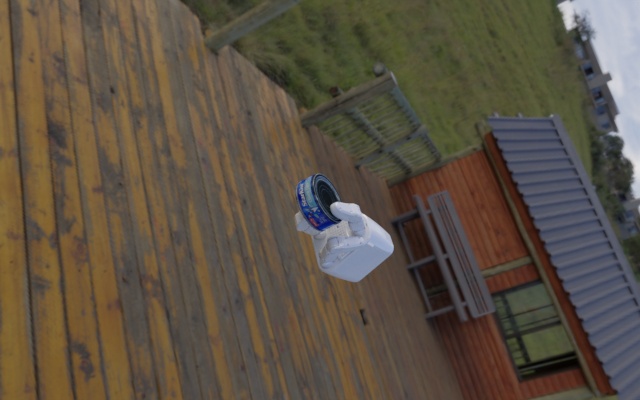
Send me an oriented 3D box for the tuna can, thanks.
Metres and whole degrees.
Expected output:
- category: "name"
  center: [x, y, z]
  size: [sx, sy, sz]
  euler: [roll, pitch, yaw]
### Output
- category: "tuna can"
  center: [0.001, 0.002, 0.738]
  size: [0.034, 0.086, 0.086]
  euler: [-26, -12, 25]
